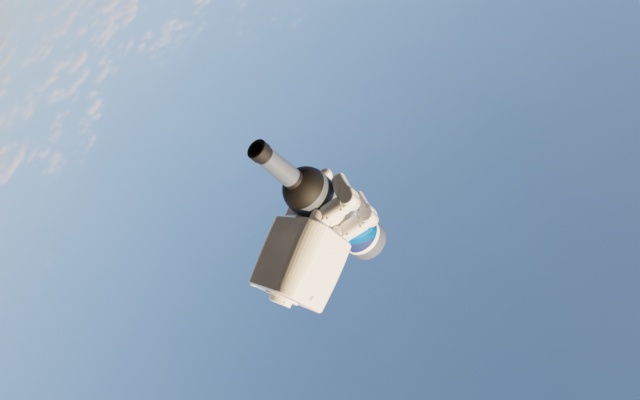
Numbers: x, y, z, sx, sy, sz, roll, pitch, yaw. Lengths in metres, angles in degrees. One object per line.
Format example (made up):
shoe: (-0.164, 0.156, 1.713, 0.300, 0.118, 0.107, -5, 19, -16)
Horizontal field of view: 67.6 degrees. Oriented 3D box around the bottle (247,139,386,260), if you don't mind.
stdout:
bottle: (0.000, 0.002, 0.678, 0.069, 0.069, 0.296, 0, -26, 36)
